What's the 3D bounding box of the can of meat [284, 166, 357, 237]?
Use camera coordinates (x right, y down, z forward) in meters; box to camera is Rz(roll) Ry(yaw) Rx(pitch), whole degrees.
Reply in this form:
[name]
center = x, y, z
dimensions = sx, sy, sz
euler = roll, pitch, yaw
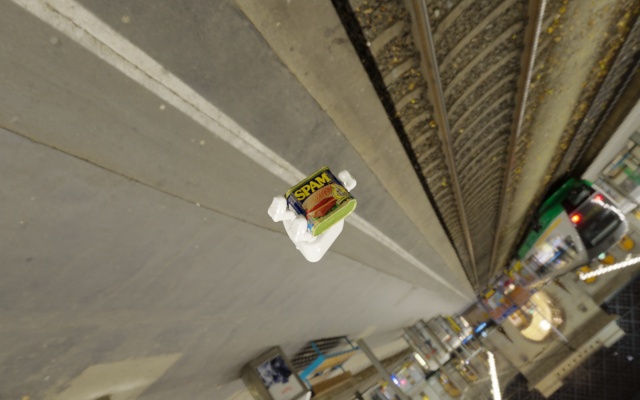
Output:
[can of meat]
center = 0.000, 0.003, 0.835
dimensions = 0.102, 0.084, 0.057
euler = -35, -22, -16
